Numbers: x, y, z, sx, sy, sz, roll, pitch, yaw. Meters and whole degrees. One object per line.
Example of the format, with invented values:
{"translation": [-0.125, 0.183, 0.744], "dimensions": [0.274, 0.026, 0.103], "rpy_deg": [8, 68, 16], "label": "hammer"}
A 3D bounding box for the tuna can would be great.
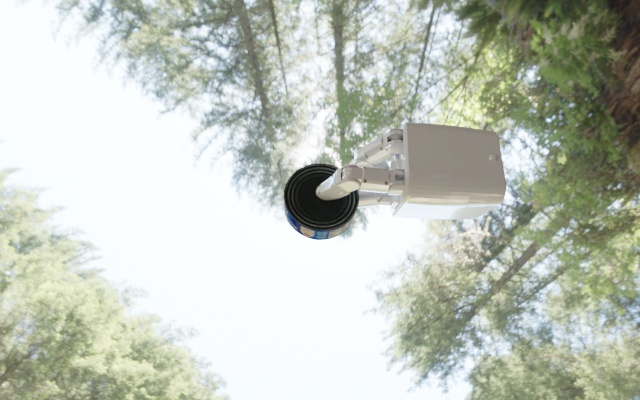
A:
{"translation": [0.000, 0.002, 0.553], "dimensions": [0.086, 0.086, 0.034], "rpy_deg": [0, -27, -5], "label": "tuna can"}
